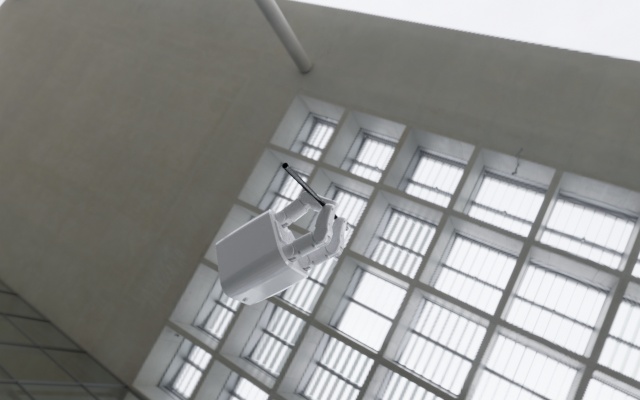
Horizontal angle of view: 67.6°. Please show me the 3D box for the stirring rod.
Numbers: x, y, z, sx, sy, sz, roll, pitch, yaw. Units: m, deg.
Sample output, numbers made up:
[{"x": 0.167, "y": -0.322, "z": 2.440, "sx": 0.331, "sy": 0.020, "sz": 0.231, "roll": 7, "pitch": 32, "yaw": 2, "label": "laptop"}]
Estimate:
[{"x": 0.000, "y": 0.002, "z": 0.675, "sx": 0.011, "sy": 0.011, "sz": 0.240, "roll": 0, "pitch": -21, "yaw": 22, "label": "stirring rod"}]
